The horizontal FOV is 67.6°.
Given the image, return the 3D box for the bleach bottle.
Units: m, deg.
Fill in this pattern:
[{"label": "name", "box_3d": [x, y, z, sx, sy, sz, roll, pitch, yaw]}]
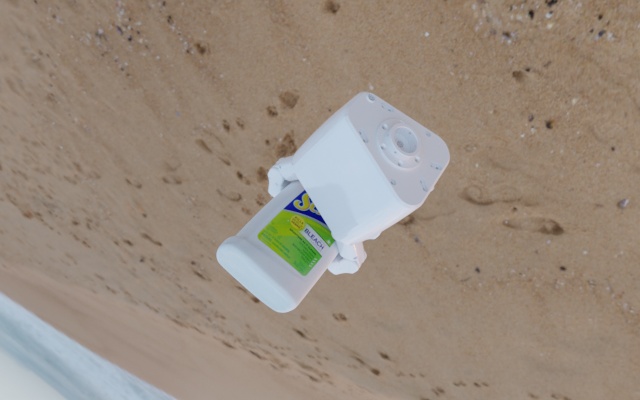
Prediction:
[{"label": "bleach bottle", "box_3d": [0.000, 0.002, 0.550, 0.250, 0.102, 0.068, -51, 7, -33]}]
